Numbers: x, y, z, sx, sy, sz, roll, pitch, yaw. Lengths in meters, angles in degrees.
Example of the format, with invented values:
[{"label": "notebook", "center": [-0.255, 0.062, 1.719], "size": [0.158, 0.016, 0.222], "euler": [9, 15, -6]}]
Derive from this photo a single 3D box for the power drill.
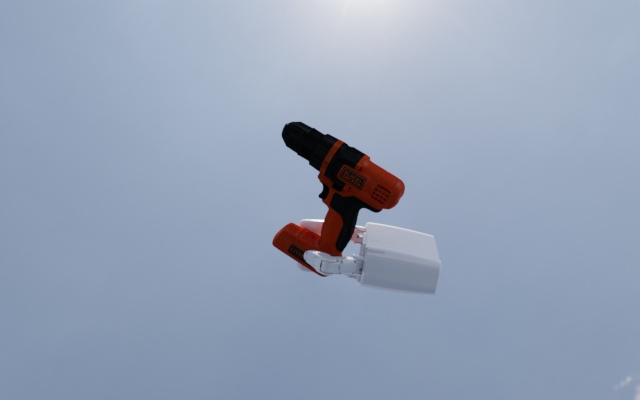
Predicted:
[{"label": "power drill", "center": [0.000, 0.003, 0.672], "size": [0.184, 0.188, 0.057], "euler": [33, 31, 9]}]
